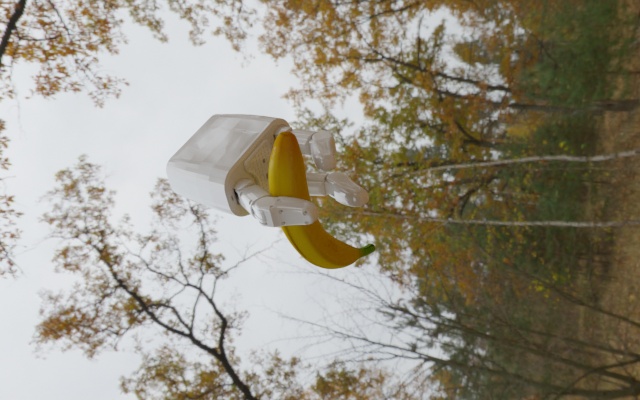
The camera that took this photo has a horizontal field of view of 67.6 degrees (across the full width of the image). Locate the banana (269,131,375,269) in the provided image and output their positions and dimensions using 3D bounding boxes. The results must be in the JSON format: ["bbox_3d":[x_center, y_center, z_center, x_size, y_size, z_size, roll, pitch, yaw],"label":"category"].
[{"bbox_3d":[-0.009,0.018,0.489,0.037,0.069,0.198,21,-24,44],"label":"banana"}]
